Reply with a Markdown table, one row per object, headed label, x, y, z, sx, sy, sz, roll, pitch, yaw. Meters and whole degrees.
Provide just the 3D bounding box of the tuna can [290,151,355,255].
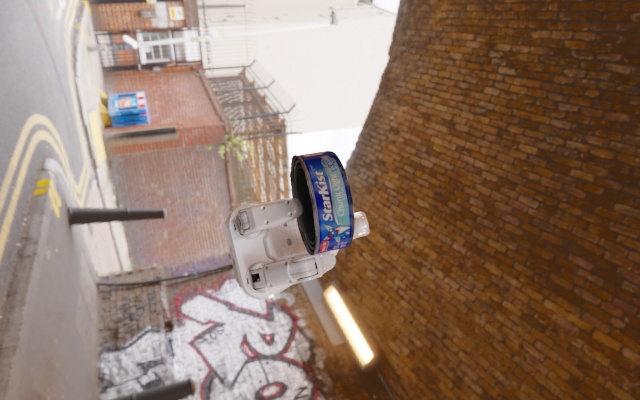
| label | x | y | z | sx | sy | sz | roll | pitch | yaw |
| --- | --- | --- | --- | --- | --- | --- | --- | --- | --- |
| tuna can | 0.001 | 0.001 | 0.405 | 0.034 | 0.086 | 0.086 | -10 | 2 | -13 |
